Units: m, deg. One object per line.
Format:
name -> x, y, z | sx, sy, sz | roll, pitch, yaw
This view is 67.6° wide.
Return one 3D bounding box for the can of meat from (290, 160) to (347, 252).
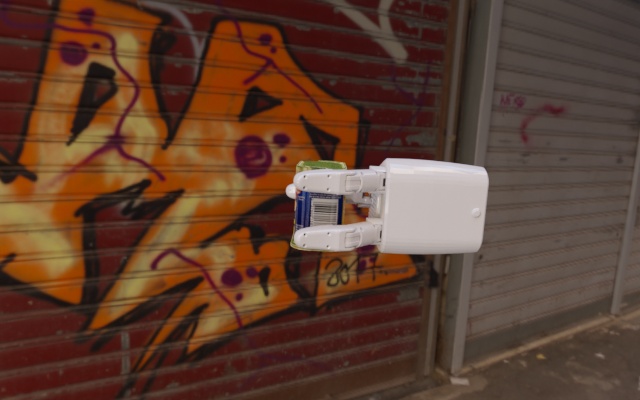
can of meat -> 0.000, 0.001, 0.515 | 0.057, 0.084, 0.102 | 3, 9, 0
